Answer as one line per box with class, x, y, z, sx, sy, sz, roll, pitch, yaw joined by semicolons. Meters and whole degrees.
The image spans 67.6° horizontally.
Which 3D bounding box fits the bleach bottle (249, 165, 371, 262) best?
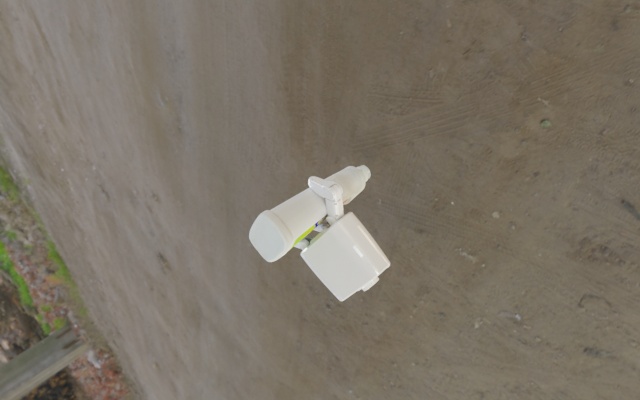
bleach bottle;0.000;0.003;0.797;0.250;0.068;0.103;-35;-8;-35
